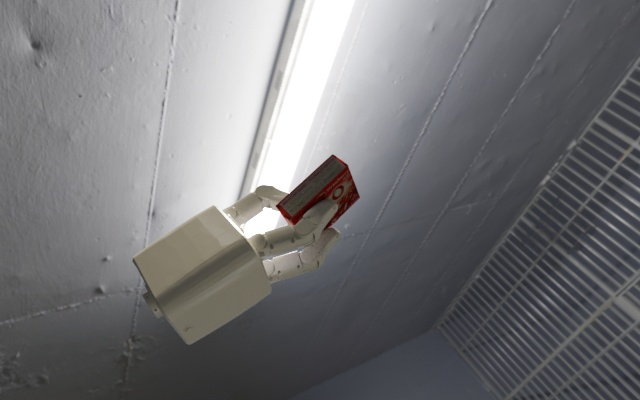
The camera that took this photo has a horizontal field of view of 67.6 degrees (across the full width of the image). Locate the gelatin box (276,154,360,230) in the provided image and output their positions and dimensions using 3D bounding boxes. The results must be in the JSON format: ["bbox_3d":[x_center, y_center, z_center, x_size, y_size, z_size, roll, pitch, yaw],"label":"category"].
[{"bbox_3d":[0.000,0.001,0.544,0.030,0.089,0.073,41,-11,30],"label":"gelatin box"}]
